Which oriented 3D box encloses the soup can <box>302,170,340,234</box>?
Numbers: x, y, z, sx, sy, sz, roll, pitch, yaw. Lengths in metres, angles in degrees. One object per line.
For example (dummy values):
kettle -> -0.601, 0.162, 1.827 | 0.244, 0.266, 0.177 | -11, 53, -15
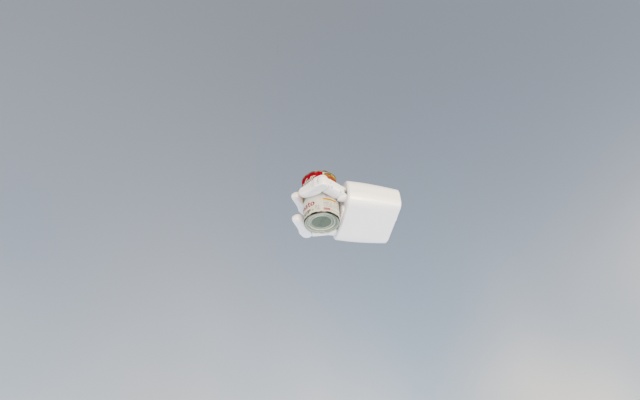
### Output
soup can -> 0.000, 0.003, 0.894 | 0.068, 0.102, 0.069 | -2, -39, -2
